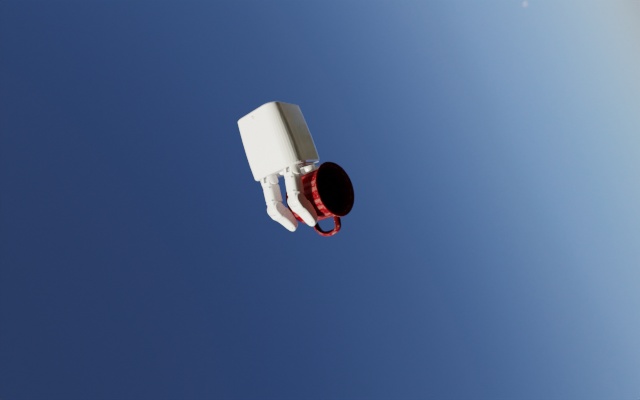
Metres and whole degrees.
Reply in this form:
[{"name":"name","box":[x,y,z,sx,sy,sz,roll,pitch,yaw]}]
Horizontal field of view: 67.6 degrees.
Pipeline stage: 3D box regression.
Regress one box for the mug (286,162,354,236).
[{"name":"mug","box":[0.000,0.004,0.800,0.081,0.117,0.093,-20,-3,41]}]
